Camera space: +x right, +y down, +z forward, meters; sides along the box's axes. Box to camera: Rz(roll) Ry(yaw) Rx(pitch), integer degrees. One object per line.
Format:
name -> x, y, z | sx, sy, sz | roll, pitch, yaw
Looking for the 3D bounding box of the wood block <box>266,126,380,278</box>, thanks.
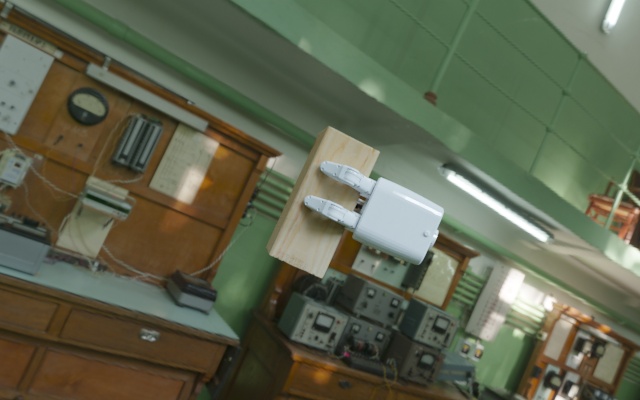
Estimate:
wood block -> 0.000, 0.002, 0.739 | 0.090, 0.206, 0.091 | 25, -3, -8
